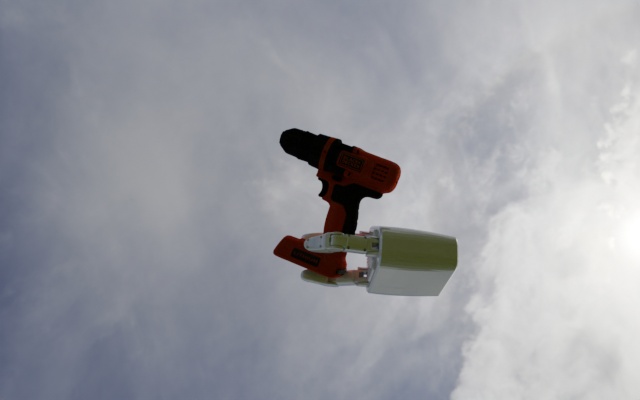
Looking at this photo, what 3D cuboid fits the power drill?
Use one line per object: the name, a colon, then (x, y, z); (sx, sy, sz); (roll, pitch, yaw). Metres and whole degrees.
power drill: (0.000, 0.003, 0.682); (0.184, 0.187, 0.057); (22, 3, 16)
